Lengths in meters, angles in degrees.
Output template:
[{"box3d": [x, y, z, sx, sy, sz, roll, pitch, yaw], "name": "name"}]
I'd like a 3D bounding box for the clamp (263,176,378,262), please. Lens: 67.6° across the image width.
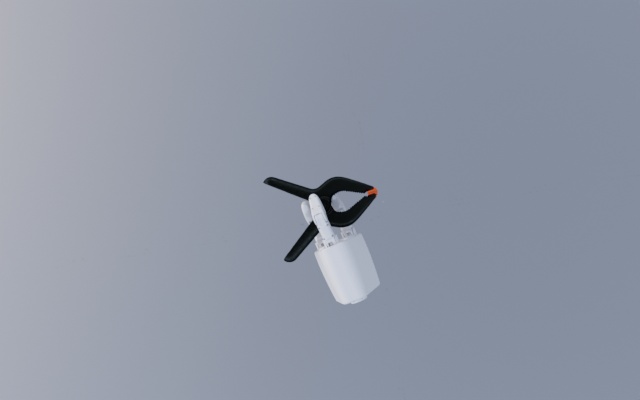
[{"box3d": [0.001, 0.003, 0.887, 0.210, 0.164, 0.036, -23, -6, 7], "name": "clamp"}]
